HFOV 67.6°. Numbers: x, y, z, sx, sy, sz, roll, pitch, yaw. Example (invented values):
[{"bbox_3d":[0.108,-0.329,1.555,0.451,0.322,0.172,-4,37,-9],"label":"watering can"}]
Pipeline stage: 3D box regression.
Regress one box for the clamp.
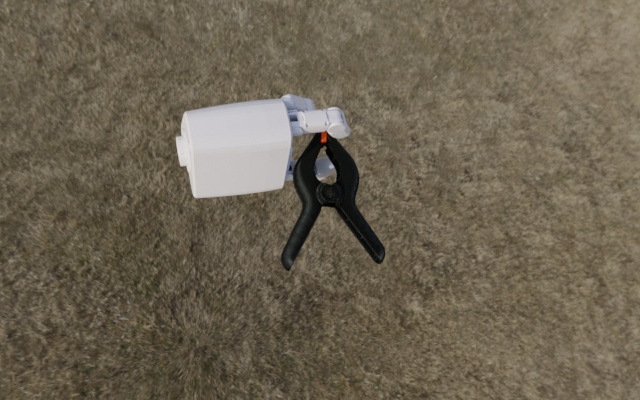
[{"bbox_3d":[0.000,0.001,0.557,0.120,0.171,0.039,-10,-14,-19],"label":"clamp"}]
